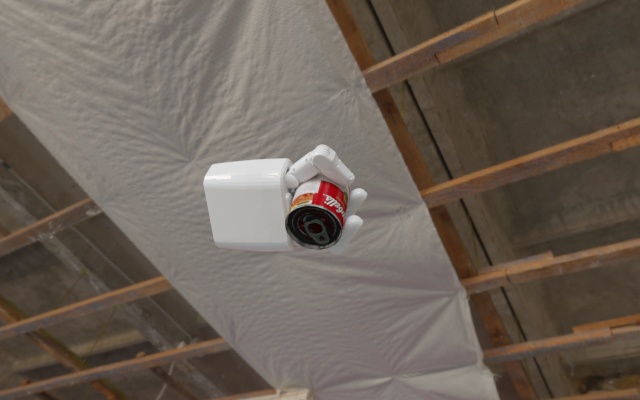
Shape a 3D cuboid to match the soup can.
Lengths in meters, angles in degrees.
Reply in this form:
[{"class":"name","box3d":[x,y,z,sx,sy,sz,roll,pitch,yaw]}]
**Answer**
[{"class":"soup can","box3d":[0.001,0.002,0.592,0.068,0.069,0.102,0,37,12]}]
